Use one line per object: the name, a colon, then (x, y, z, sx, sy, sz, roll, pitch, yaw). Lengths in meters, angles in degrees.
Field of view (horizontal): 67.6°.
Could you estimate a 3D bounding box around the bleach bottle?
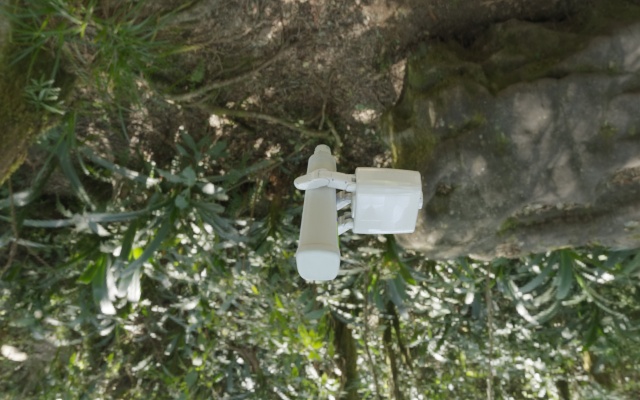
bleach bottle: (0.000, 0.003, 0.813, 0.068, 0.250, 0.103, 2, -35, 1)
